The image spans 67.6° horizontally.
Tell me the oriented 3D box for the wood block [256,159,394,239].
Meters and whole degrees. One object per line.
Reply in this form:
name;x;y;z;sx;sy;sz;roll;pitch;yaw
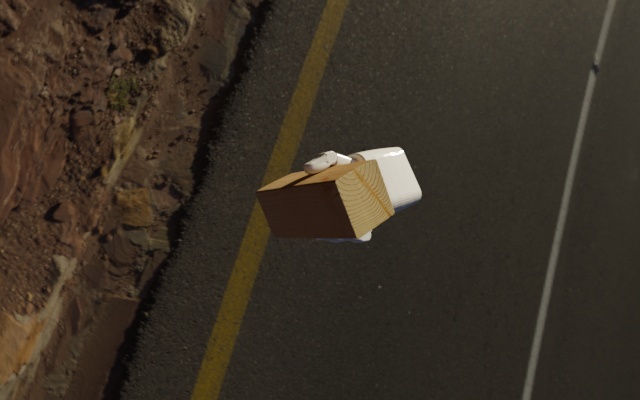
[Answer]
wood block;0.000;0.002;0.750;0.090;0.091;0.206;-30;15;-37
